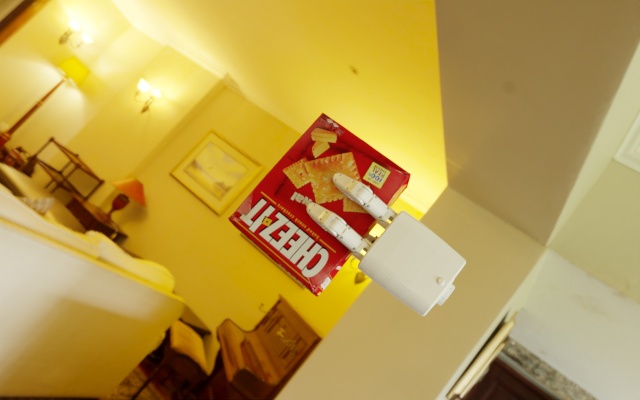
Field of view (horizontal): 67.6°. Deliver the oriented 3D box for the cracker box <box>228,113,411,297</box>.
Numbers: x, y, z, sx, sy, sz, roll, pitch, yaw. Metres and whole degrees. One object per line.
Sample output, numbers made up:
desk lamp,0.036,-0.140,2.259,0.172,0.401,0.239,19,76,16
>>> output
cracker box,0.000,0.002,0.689,0.164,0.213,0.072,38,-10,14
